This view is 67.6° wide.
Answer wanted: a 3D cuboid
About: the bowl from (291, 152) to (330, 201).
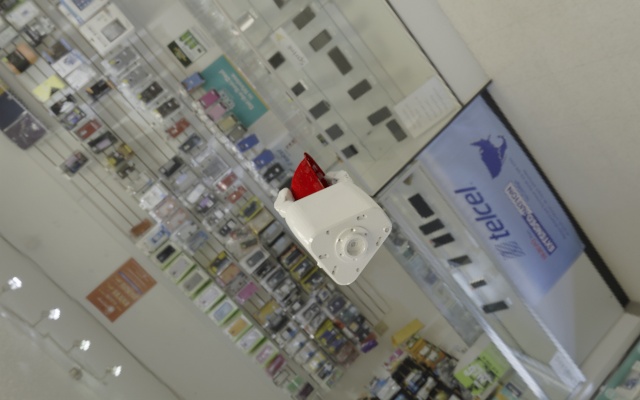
[{"bbox_3d":[0.000,0.002,0.776,0.055,0.162,0.162,-34,-5,7],"label":"bowl"}]
